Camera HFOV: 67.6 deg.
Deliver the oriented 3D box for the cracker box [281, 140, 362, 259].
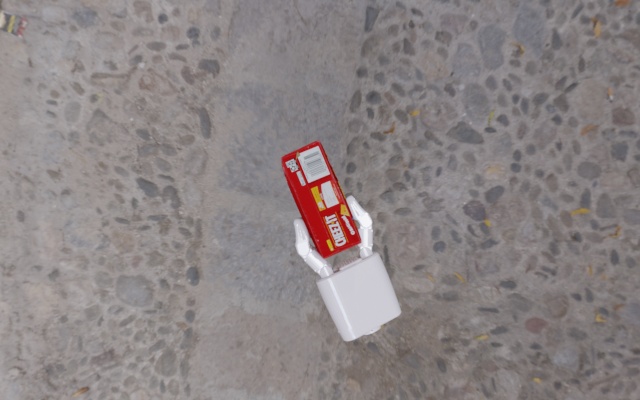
[{"bbox_3d":[0.000,0.003,0.791,0.072,0.164,0.214,-23,-2,-1],"label":"cracker box"}]
